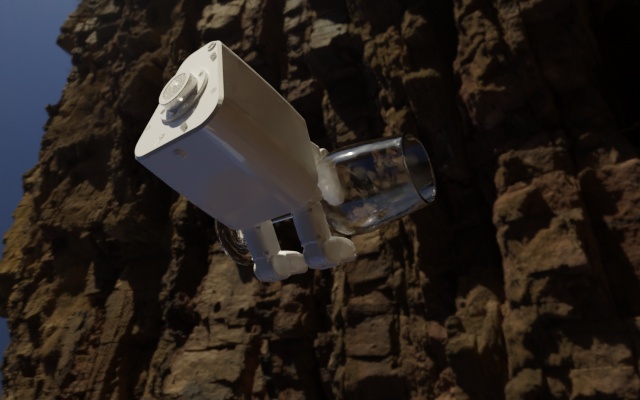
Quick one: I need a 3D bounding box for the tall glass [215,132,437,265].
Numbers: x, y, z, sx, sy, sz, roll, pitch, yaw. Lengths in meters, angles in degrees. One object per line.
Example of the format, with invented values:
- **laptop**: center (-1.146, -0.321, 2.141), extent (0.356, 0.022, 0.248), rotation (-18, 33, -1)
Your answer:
- **tall glass**: center (0.000, 0.002, 0.435), extent (0.201, 0.079, 0.079), rotation (-19, -10, 31)
